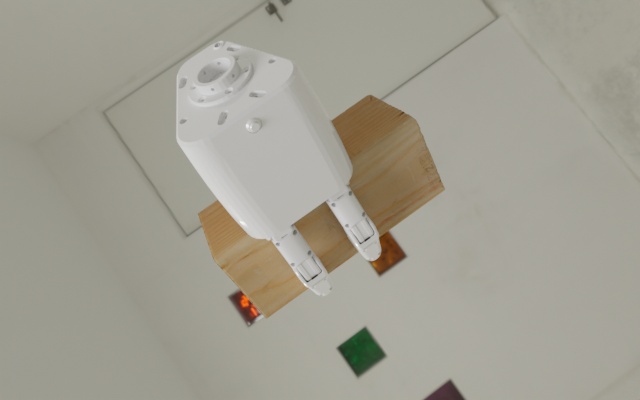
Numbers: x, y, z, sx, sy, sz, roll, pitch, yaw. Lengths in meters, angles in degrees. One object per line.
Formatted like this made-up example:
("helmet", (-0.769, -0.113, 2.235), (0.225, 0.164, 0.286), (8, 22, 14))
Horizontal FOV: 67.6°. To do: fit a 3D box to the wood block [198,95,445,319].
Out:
("wood block", (0.000, 0.001, 0.456), (0.206, 0.090, 0.090), (-35, 34, -4))
